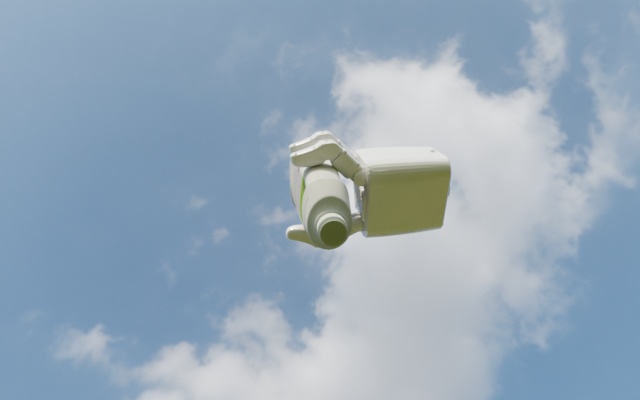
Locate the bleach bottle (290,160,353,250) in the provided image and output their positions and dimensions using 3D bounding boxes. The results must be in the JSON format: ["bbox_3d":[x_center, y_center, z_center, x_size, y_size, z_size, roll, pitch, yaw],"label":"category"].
[{"bbox_3d":[0.000,0.002,0.600,0.068,0.103,0.250,-4,19,-5],"label":"bleach bottle"}]
